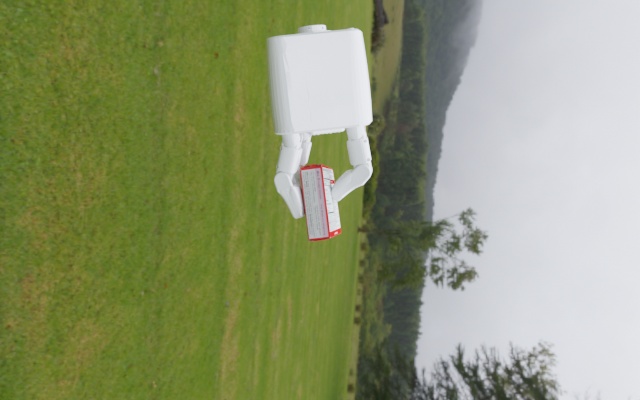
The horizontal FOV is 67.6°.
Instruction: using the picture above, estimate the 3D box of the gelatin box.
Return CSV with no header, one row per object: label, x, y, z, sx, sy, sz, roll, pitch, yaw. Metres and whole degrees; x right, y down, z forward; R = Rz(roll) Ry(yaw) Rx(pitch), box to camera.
gelatin box,0.001,0.002,0.584,0.030,0.089,0.073,-8,-1,12
